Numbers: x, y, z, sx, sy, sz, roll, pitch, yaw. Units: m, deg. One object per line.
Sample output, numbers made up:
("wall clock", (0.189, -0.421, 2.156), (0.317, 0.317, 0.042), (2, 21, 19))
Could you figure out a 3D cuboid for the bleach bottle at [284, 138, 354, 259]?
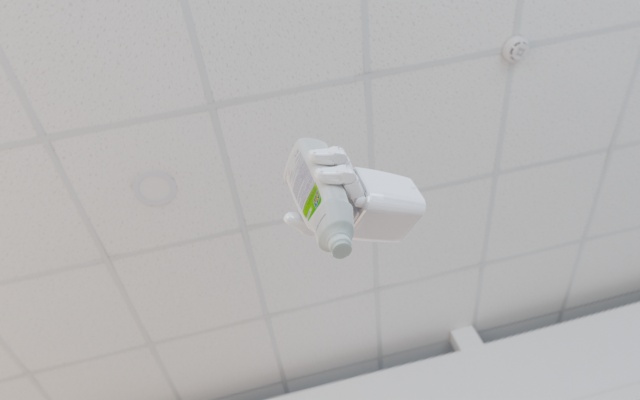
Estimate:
("bleach bottle", (0.000, 0.002, 0.745), (0.068, 0.103, 0.250), (8, 33, -20))
